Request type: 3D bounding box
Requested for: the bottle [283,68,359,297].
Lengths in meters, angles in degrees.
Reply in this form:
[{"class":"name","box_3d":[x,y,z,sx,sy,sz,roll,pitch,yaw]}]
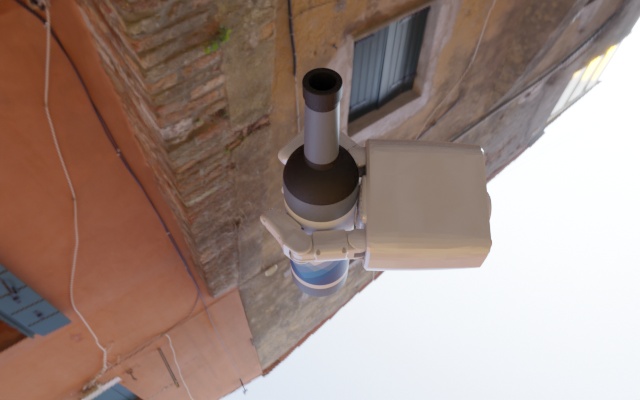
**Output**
[{"class":"bottle","box_3d":[0.000,0.002,0.443,0.069,0.069,0.296,0,-34,-1]}]
